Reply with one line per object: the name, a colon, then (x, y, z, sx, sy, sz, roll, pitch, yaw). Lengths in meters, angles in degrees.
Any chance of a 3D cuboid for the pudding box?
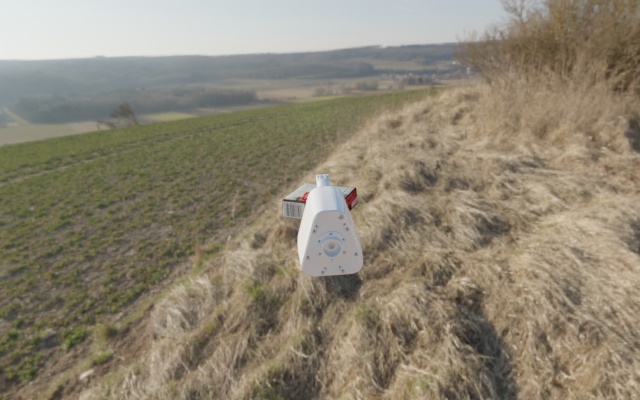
pudding box: (0.000, 0.003, 0.864, 0.113, 0.039, 0.090, 7, 24, 24)
